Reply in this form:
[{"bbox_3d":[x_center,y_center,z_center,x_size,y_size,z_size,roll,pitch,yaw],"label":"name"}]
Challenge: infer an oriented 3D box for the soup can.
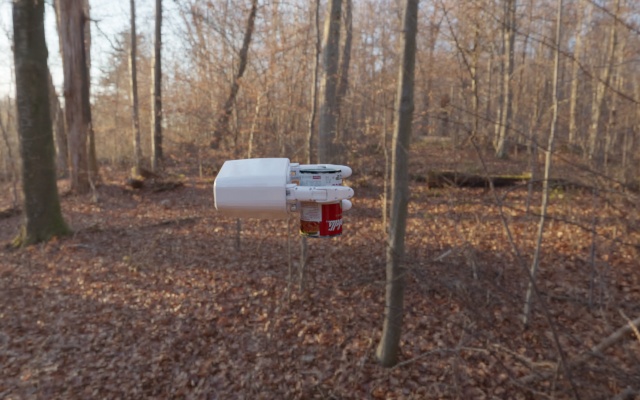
[{"bbox_3d":[0.001,0.002,0.744,0.068,0.102,0.068,0,7,0],"label":"soup can"}]
